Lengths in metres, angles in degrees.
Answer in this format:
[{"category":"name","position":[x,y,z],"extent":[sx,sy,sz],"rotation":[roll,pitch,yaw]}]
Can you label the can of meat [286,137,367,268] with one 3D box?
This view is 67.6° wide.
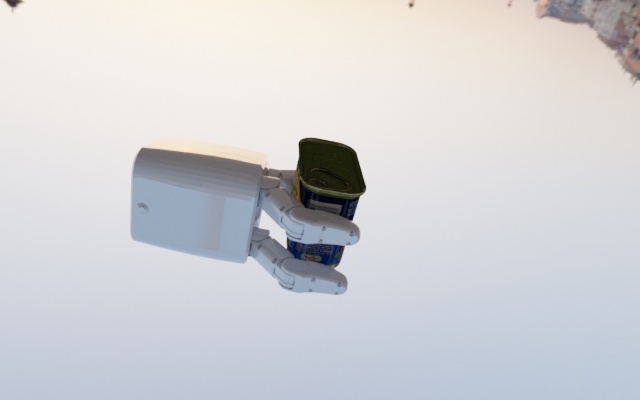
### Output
[{"category":"can of meat","position":[0.000,0.002,0.445],"extent":[0.057,0.084,0.102],"rotation":[9,30,-10]}]
